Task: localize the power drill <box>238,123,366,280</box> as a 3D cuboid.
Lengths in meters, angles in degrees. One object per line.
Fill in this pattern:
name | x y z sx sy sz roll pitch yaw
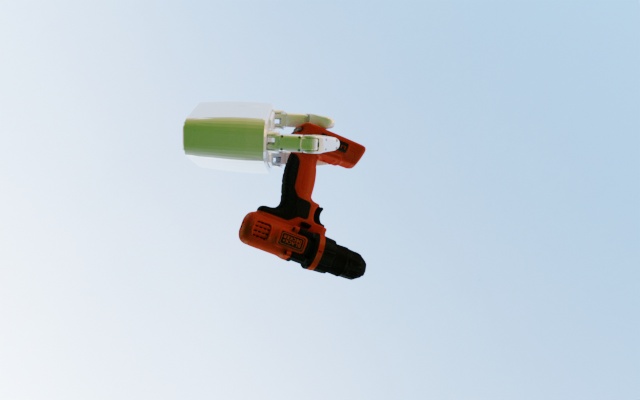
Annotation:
power drill | 0.000 0.002 0.659 0.184 0.187 0.057 22 -14 -17
